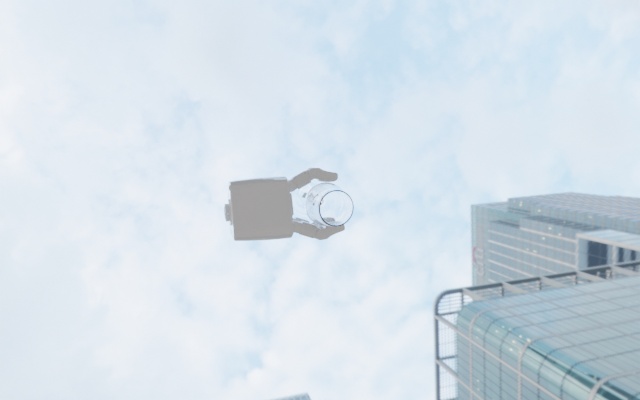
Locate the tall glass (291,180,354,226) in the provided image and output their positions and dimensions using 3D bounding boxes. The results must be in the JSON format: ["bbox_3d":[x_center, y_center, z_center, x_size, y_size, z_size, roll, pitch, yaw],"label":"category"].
[{"bbox_3d":[0.000,0.003,0.893,0.079,0.079,0.201,0,6,-16],"label":"tall glass"}]
